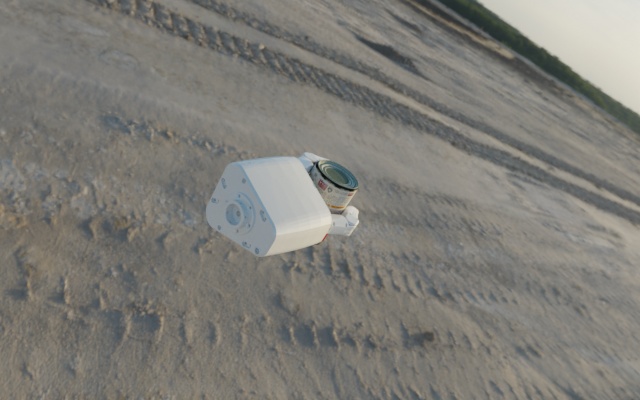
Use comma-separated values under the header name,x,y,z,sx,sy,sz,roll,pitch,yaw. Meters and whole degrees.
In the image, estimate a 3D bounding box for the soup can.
name,x,y,z,sx,sy,sz,roll,pitch,yaw
soup can,0.001,0.002,0.666,0.068,0.102,0.068,25,27,-14
